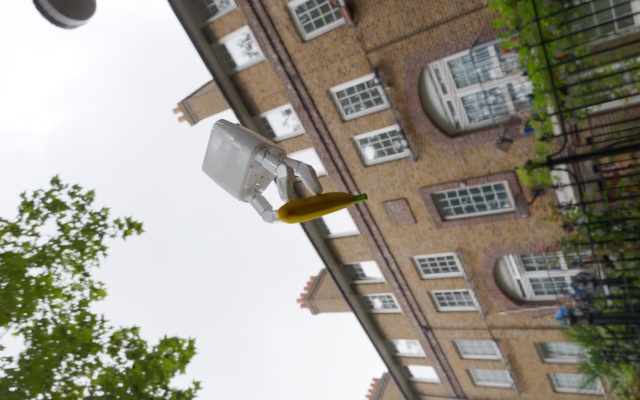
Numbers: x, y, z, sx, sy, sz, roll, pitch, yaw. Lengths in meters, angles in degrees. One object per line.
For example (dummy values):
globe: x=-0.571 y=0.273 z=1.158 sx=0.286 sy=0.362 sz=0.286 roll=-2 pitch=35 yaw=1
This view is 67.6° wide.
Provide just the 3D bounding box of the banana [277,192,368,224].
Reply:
banana: x=-0.010 y=0.008 z=0.754 sx=0.070 sy=0.037 sz=0.198 roll=-27 pitch=-9 yaw=42
